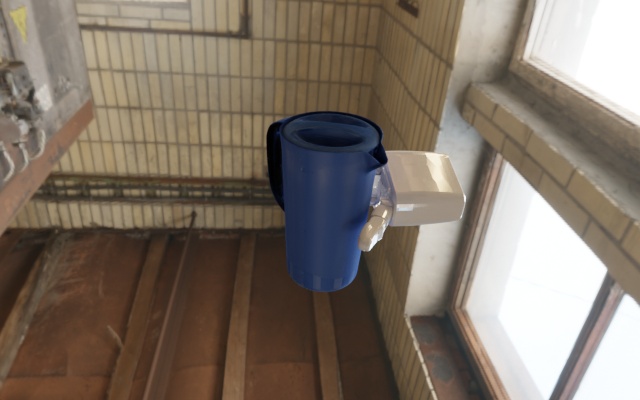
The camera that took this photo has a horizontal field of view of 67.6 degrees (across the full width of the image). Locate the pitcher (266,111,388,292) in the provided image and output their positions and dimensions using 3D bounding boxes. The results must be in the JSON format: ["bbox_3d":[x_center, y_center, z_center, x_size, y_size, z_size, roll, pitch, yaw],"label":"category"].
[{"bbox_3d":[0.000,0.002,0.677,0.145,0.243,0.149,-2,32,-10],"label":"pitcher"}]
